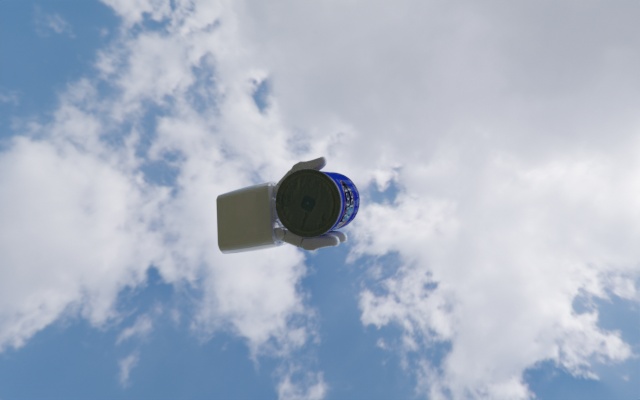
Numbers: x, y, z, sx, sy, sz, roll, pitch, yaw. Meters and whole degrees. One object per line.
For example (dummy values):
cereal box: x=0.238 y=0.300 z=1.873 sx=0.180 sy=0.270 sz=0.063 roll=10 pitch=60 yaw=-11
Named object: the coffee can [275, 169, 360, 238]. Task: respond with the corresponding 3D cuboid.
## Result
coffee can: x=0.000 y=0.002 z=0.772 sx=0.103 sy=0.103 sz=0.140 roll=0 pitch=1 yaw=16
